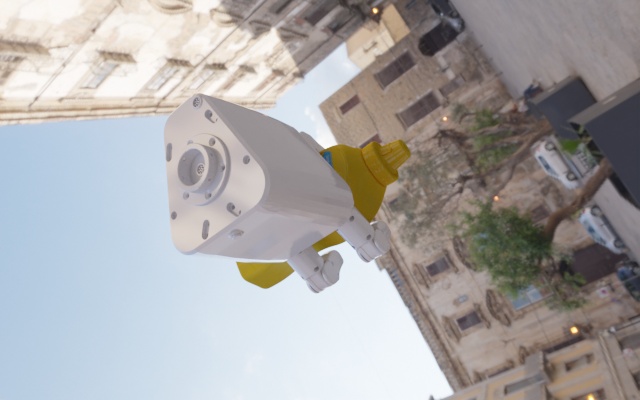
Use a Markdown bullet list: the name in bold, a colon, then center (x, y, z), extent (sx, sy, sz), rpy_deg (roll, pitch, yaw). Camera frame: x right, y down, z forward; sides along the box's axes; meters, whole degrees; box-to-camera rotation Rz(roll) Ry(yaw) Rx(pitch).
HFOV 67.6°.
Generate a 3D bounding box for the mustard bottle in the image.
- **mustard bottle**: center (0.000, 0.002, 0.452), extent (0.192, 0.096, 0.058), rpy_deg (-33, -47, 23)
